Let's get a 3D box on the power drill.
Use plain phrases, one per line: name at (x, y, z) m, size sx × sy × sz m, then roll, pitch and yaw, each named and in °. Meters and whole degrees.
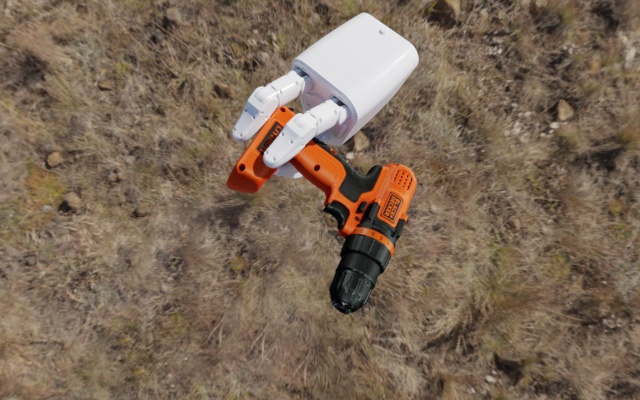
power drill at (0.000, 0.001, 0.503) m, size 0.187 × 0.184 × 0.057 m, roll 33°, pitch -33°, yaw -8°
